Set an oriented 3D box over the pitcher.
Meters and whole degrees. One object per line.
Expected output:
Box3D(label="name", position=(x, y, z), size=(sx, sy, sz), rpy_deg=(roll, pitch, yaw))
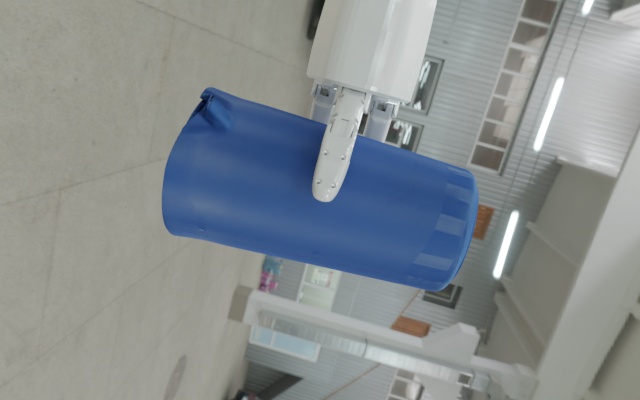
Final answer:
Box3D(label="pitcher", position=(0.000, 0.001, 0.422), size=(0.243, 0.145, 0.149), rpy_deg=(15, 11, 3))
